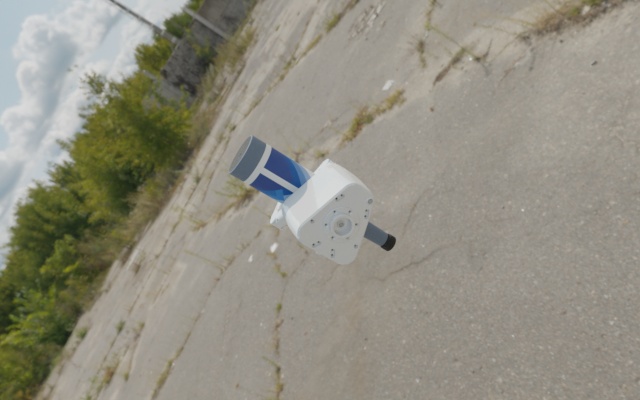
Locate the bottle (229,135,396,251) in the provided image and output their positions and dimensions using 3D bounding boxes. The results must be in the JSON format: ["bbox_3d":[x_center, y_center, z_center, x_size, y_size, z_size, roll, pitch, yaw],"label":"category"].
[{"bbox_3d":[0.000,0.002,0.754,0.296,0.069,0.069,31,-12,-20],"label":"bottle"}]
